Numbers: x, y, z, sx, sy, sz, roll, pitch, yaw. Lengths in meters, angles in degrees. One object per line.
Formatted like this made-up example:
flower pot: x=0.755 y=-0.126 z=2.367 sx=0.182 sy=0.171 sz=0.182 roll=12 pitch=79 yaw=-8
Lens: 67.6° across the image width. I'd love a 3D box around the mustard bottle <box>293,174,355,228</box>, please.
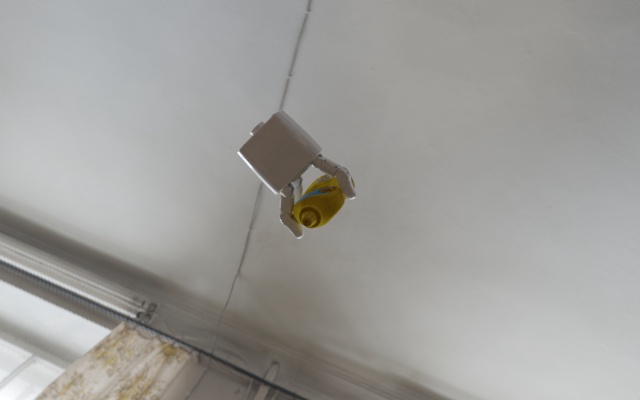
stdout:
mustard bottle: x=0.000 y=0.003 z=0.880 sx=0.096 sy=0.058 sz=0.191 roll=-17 pitch=15 yaw=20
